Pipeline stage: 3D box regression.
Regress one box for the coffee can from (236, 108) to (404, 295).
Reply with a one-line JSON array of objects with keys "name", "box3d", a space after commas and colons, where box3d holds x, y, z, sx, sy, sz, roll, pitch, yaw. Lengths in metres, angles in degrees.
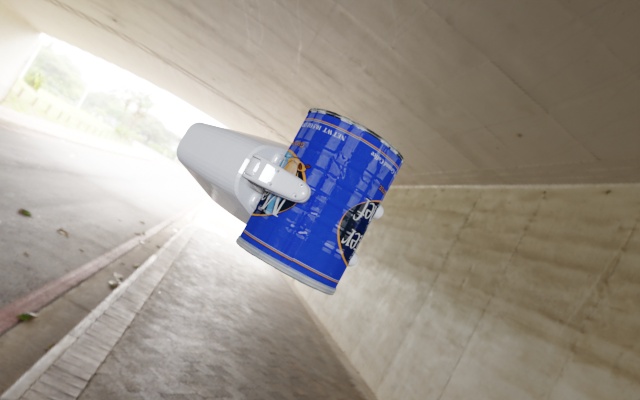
[{"name": "coffee can", "box3d": [0.000, 0.002, 0.445, 0.103, 0.140, 0.103, 29, -4, 2]}]
